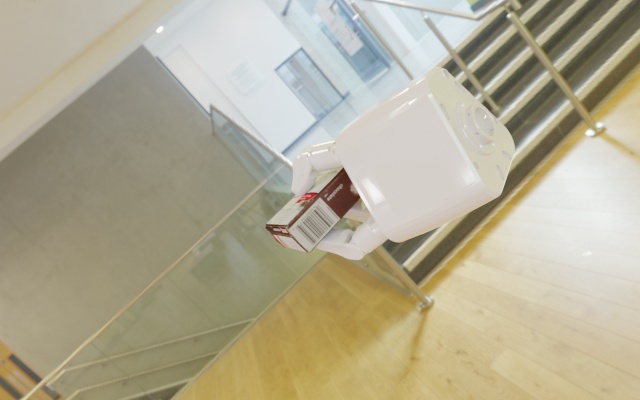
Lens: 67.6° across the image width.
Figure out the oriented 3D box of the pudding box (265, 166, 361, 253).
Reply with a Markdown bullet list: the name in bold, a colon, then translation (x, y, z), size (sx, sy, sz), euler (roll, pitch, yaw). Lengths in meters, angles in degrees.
- **pudding box**: translation (0.000, 0.002, 0.508), size (0.113, 0.039, 0.090), euler (-44, 12, -16)
